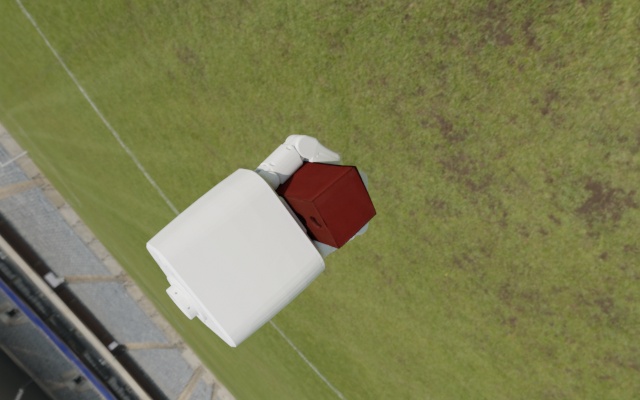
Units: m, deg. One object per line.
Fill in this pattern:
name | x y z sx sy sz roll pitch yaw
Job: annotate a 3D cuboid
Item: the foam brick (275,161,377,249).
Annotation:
foam brick | 0.000 0.001 0.424 0.051 0.053 0.078 -41 28 -24
